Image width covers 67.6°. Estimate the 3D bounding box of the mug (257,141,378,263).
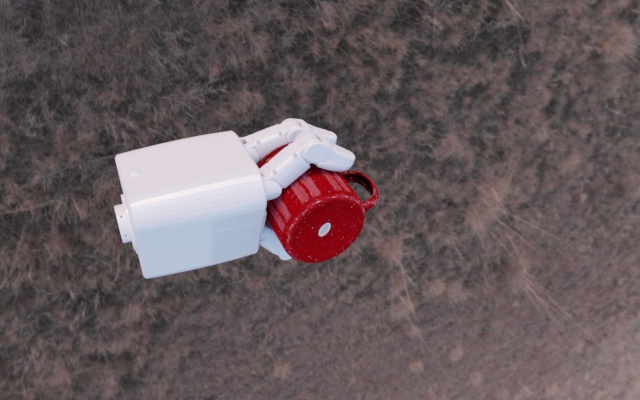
[{"bbox_3d":[0.001,0.001,0.452,0.117,0.093,0.081,-14,42,-21],"label":"mug"}]
